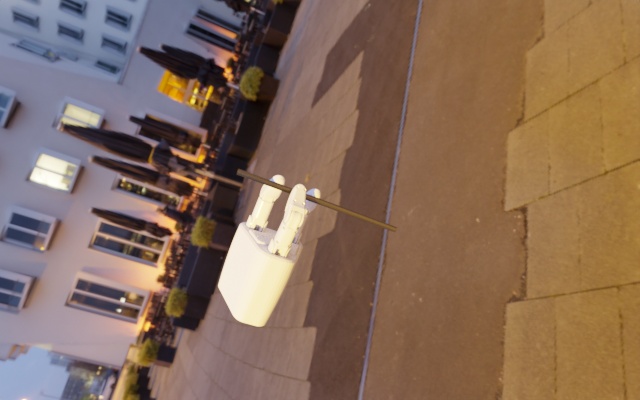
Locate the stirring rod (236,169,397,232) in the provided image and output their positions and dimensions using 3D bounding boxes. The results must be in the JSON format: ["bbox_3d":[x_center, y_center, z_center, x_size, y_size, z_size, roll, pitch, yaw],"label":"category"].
[{"bbox_3d":[0.000,0.002,0.655,0.239,0.011,0.011,20,-6,-17],"label":"stirring rod"}]
